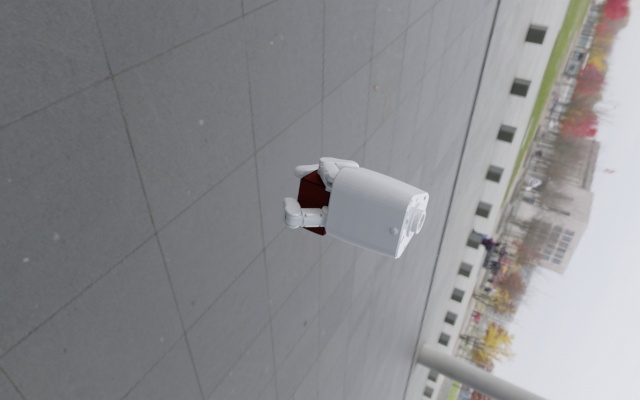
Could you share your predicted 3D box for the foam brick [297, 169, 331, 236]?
[{"bbox_3d":[0.000,0.002,0.696,0.051,0.078,0.053,21,29,22],"label":"foam brick"}]
